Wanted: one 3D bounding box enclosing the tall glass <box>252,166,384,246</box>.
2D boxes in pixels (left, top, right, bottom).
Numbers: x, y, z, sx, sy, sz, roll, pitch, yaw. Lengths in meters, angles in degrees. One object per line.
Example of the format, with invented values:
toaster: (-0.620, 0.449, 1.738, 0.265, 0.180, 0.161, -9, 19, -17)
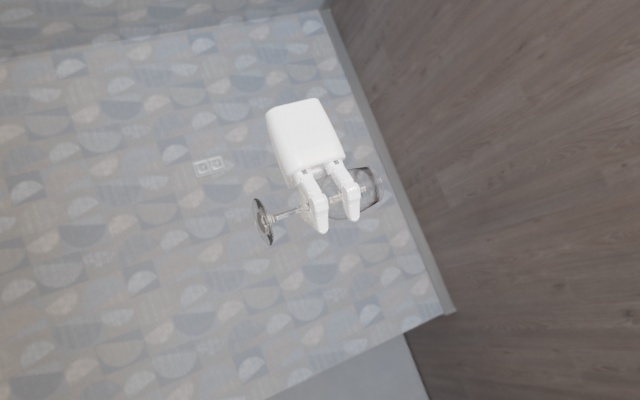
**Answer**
tall glass: (0.000, 0.003, 0.747, 0.201, 0.079, 0.079, -18, 7, -23)
